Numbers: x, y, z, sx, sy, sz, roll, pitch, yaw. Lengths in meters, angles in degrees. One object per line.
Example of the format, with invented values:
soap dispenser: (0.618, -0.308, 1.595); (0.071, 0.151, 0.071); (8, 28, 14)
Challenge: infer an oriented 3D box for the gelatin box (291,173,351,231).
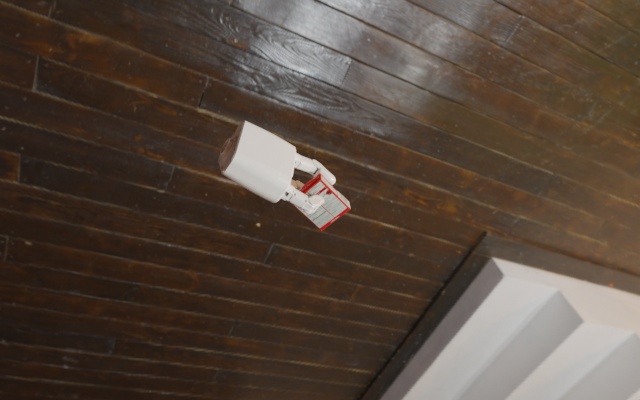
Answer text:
gelatin box: (0.000, 0.003, 0.889); (0.073, 0.089, 0.030); (-38, 26, 18)
